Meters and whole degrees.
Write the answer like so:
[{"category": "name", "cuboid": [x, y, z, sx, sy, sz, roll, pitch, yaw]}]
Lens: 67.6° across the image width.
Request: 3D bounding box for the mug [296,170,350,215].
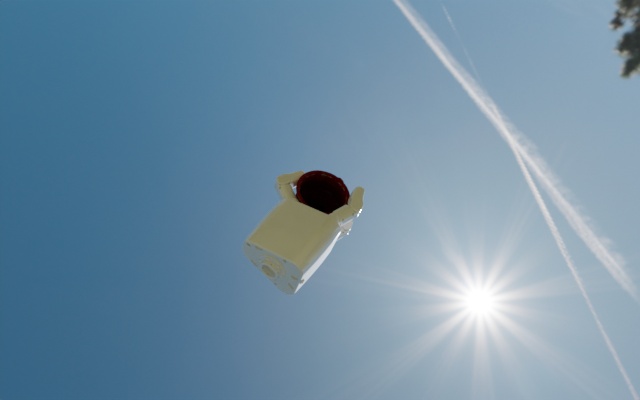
[{"category": "mug", "cuboid": [0.001, 0.002, 0.824, 0.117, 0.093, 0.081, -47, -11, -39]}]
